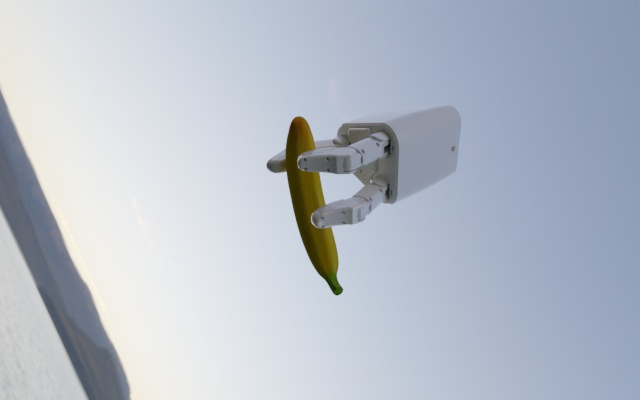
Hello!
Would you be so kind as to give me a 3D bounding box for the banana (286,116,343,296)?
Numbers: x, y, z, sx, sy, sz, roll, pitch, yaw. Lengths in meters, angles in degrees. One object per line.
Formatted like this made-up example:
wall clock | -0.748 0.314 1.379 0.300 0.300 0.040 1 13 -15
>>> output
banana | -0.007 0.004 0.538 0.037 0.198 0.069 -19 10 -25
